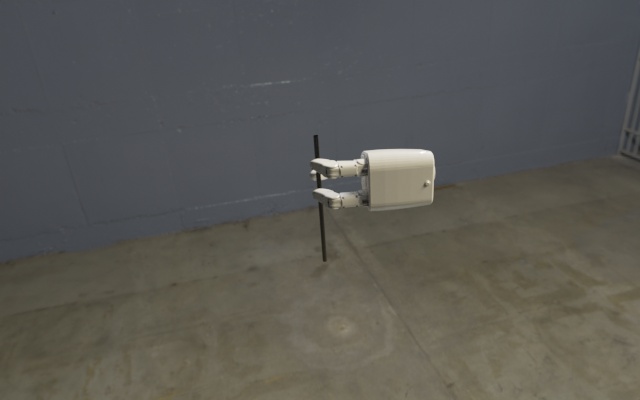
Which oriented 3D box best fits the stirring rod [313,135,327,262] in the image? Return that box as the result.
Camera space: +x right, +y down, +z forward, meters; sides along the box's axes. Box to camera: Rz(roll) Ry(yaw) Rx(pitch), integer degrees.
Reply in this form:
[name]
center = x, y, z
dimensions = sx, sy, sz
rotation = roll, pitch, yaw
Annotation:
[stirring rod]
center = 0.000, 0.003, 0.830
dimensions = 0.011, 0.240, 0.011
rotation = -3, 26, 2
